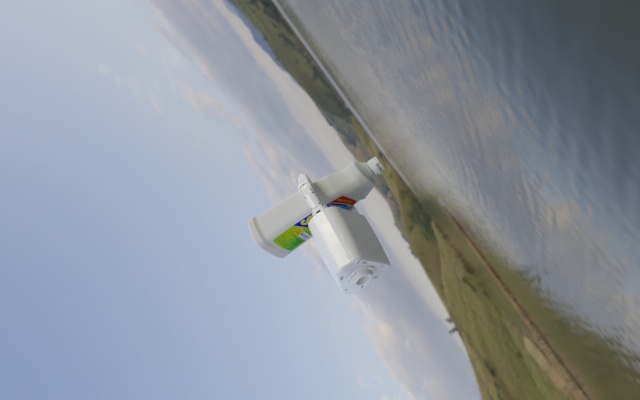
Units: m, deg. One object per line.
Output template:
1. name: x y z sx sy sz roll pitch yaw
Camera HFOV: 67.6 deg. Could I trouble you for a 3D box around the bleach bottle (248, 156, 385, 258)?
1. bleach bottle: 0.000 0.003 0.845 0.251 0.068 0.103 -35 -35 10
